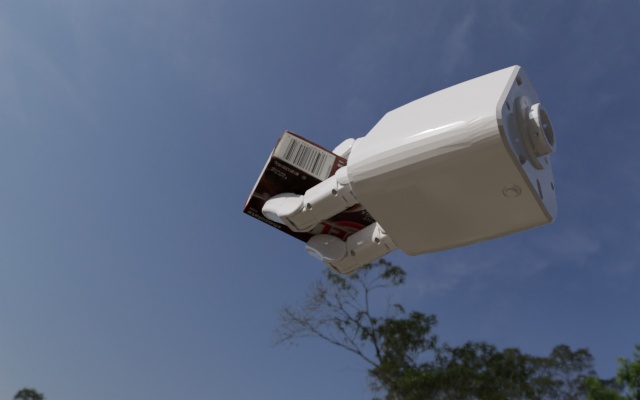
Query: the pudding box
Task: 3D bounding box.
[{"bbox_3d":[0.000,0.001,0.409,0.113,0.039,0.090,28,-39,-7],"label":"pudding box"}]
